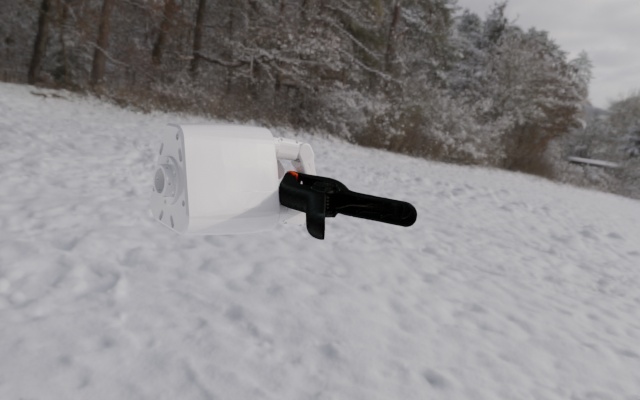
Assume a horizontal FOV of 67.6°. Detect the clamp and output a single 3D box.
[{"bbox_3d":[0.000,0.001,0.496,0.120,0.039,0.171,-2,14,-41],"label":"clamp"}]
